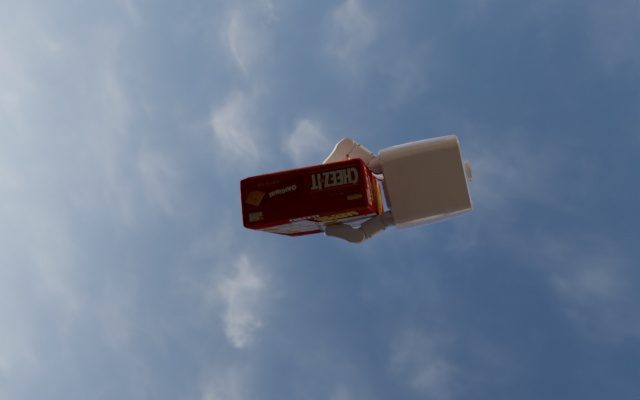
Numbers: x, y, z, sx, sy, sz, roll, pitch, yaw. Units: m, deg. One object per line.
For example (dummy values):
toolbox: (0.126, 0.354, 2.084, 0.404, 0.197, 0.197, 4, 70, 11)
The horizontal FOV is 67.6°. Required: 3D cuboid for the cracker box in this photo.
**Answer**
cracker box: (0.000, 0.002, 0.692, 0.164, 0.072, 0.214, -10, -10, 12)
